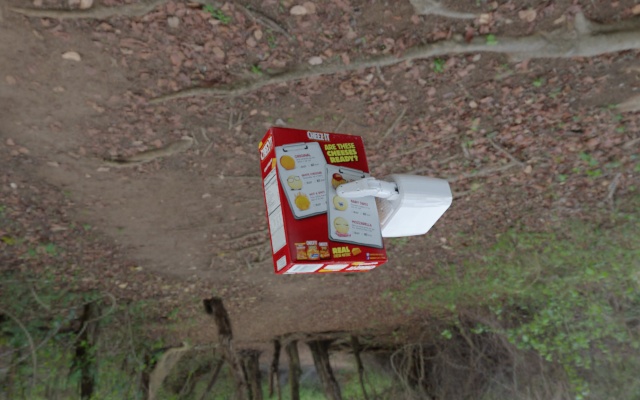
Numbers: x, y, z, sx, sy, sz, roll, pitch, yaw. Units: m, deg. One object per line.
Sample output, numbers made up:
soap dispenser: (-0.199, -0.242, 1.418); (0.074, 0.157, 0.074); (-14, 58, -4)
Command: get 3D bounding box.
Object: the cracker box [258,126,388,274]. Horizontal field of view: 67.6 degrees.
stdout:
cracker box: (0.000, 0.002, 0.731); (0.164, 0.213, 0.072); (2, -24, -29)
